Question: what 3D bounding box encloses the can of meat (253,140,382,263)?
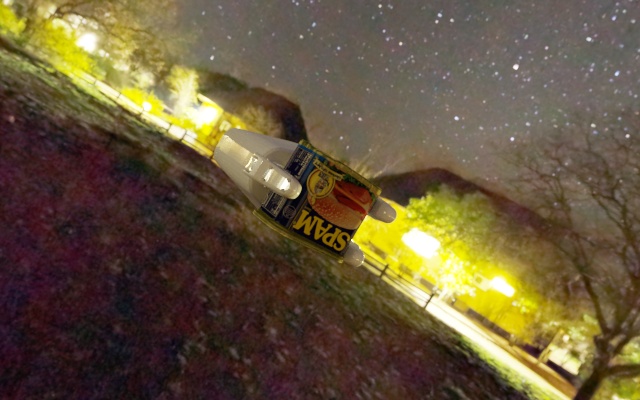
[{"bbox_3d":[0.000,0.001,0.463,0.102,0.084,0.057,30,1,-39],"label":"can of meat"}]
